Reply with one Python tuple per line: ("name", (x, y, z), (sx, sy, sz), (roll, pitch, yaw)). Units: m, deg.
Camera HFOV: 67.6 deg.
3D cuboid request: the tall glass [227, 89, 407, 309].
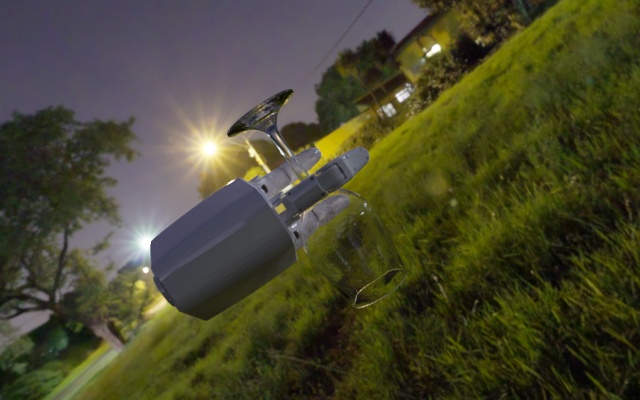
("tall glass", (0.000, 0.001, 0.445), (0.079, 0.201, 0.079), (-35, 3, 2))
